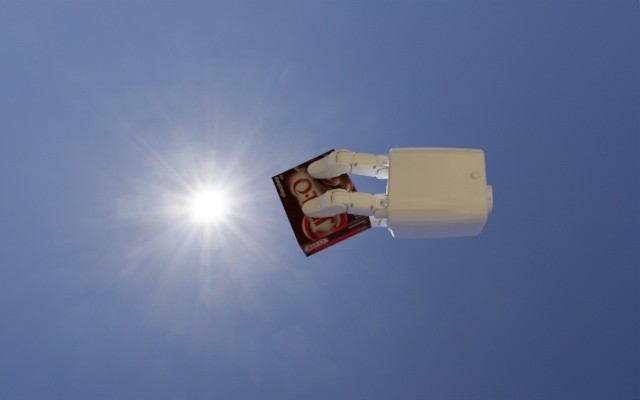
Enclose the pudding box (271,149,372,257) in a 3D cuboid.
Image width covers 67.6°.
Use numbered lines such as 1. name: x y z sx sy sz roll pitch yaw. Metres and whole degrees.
1. pudding box: 0.000 0.002 0.593 0.090 0.113 0.039 -24 -34 -2
